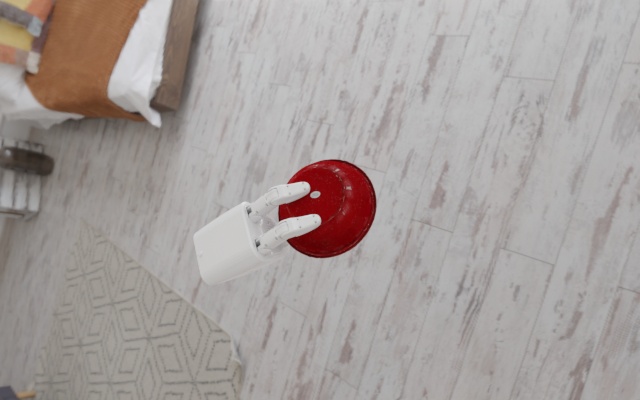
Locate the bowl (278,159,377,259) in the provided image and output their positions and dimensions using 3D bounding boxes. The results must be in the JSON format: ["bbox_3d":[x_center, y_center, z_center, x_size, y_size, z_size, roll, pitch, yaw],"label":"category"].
[{"bbox_3d":[0.001,0.001,0.717,0.162,0.162,0.055,0,-19,20],"label":"bowl"}]
